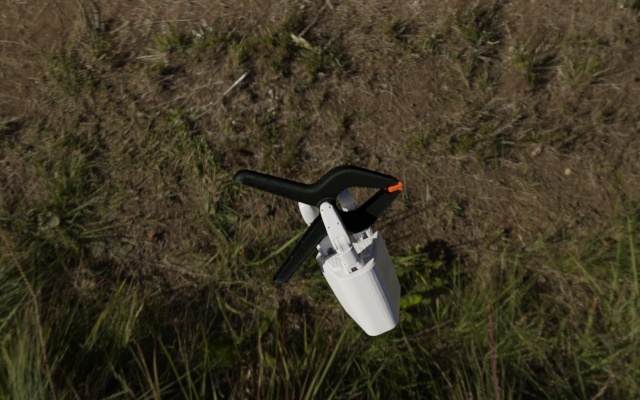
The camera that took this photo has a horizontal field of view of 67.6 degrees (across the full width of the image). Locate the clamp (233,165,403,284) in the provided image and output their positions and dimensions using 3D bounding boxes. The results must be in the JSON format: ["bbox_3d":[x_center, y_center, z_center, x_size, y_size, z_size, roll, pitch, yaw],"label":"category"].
[{"bbox_3d":[0.001,0.002,0.619,0.210,0.165,0.036,-25,20,2],"label":"clamp"}]
